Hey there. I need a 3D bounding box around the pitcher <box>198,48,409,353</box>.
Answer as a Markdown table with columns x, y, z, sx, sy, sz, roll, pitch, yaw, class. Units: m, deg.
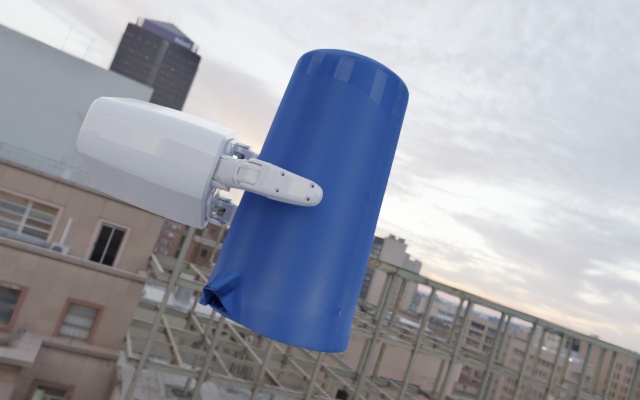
| x | y | z | sx | sy | sz | roll | pitch | yaw | class |
| --- | --- | --- | --- | --- | --- | --- | --- | --- | --- |
| 0.000 | 0.001 | 0.432 | 0.145 | 0.243 | 0.149 | 19 | -6 | -5 | pitcher |
